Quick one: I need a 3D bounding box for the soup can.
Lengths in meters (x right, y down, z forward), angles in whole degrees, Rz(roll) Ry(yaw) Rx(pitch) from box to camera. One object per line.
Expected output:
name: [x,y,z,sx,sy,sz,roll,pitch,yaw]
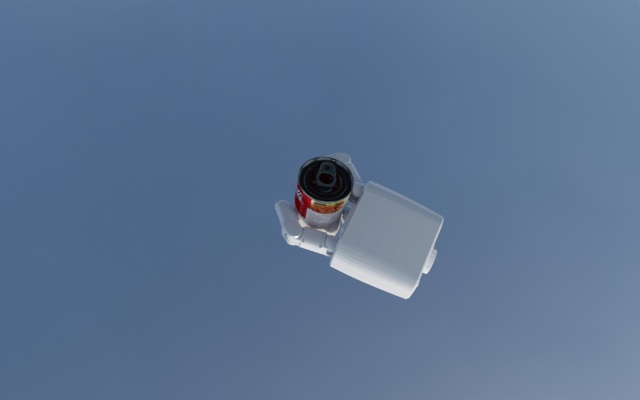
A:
soup can: [0.000,0.002,0.609,0.068,0.068,0.102,0,-34,-9]
